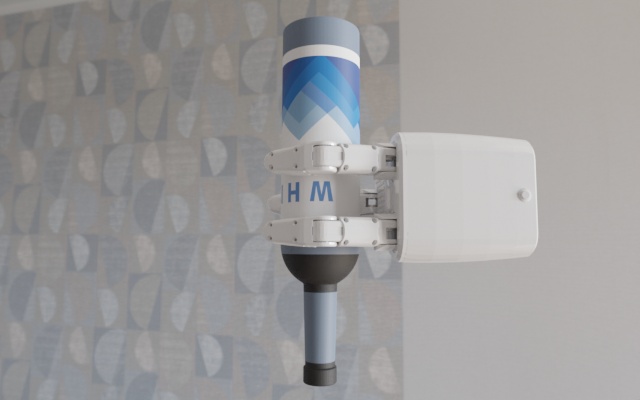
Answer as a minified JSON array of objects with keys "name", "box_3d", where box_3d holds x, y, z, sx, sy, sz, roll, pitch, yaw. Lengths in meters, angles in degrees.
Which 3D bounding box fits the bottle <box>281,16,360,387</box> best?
[{"name":"bottle","box_3d":[0.000,0.001,0.402,0.069,0.295,0.069,0,-5,0]}]
